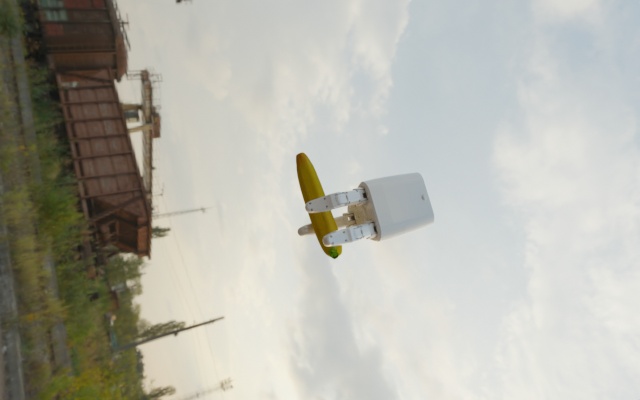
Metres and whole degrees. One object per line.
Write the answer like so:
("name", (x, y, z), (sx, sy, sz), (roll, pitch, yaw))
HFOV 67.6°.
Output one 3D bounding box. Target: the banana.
("banana", (0.000, 0.015, 0.770), (0.037, 0.197, 0.070), (-15, -28, -12))
